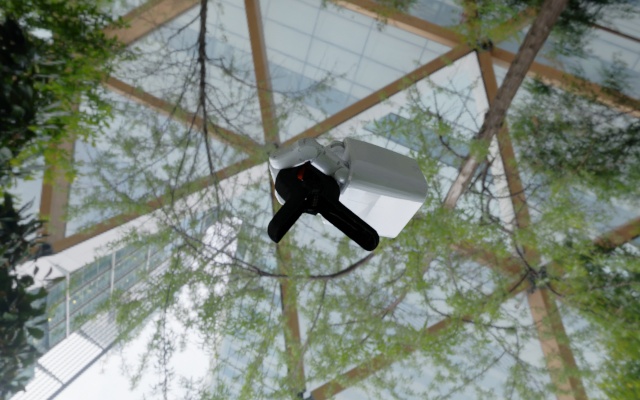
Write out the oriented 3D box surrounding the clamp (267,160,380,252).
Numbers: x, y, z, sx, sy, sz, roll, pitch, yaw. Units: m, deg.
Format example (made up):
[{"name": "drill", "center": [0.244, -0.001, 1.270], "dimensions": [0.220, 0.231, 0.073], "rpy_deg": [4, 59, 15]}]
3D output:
[{"name": "clamp", "center": [0.000, 0.002, 0.548], "dimensions": [0.120, 0.039, 0.171], "rpy_deg": [17, 31, -14]}]
